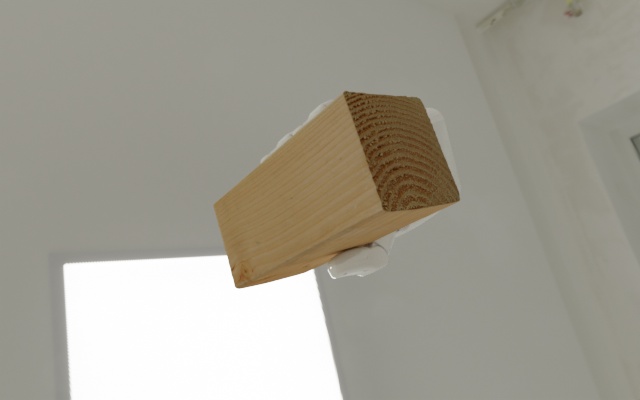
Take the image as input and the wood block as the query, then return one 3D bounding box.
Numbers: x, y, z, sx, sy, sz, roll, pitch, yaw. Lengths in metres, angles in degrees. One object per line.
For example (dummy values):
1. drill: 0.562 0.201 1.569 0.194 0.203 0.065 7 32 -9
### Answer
1. wood block: 0.000 0.002 0.412 0.090 0.090 0.206 -7 -18 -41
